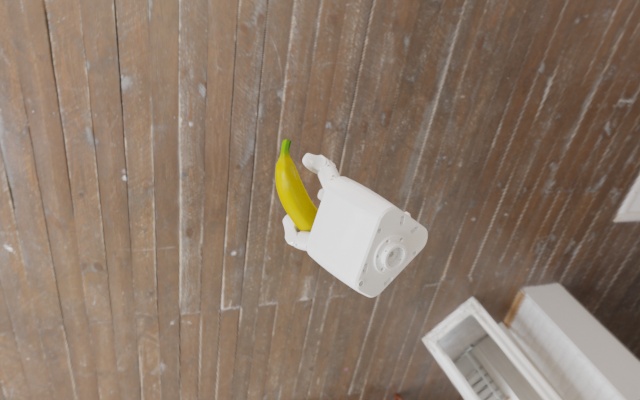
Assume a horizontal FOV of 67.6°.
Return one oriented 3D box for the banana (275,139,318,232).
[{"bbox_3d":[-0.012,0.012,0.662,0.037,0.198,0.069,8,49,46],"label":"banana"}]
